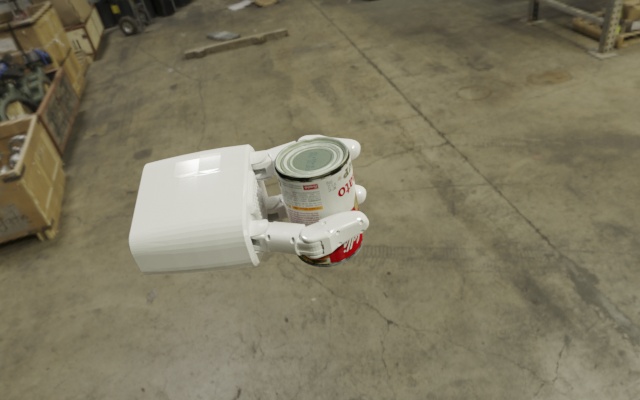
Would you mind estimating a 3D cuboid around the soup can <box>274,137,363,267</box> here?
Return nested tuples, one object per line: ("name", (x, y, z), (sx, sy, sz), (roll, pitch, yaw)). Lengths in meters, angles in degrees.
("soup can", (0.001, 0.001, 0.439), (0.068, 0.102, 0.068), (-7, 37, 6))
